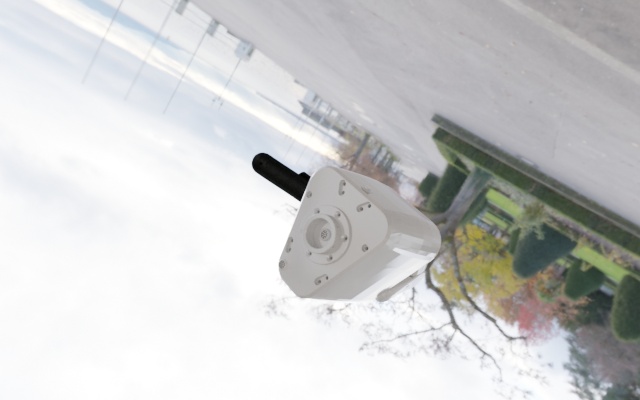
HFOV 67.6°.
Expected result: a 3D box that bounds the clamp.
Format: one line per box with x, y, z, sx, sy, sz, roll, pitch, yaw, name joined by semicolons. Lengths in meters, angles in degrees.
0.000;0.002;0.532;0.171;0.039;0.120;35;11;33;clamp
